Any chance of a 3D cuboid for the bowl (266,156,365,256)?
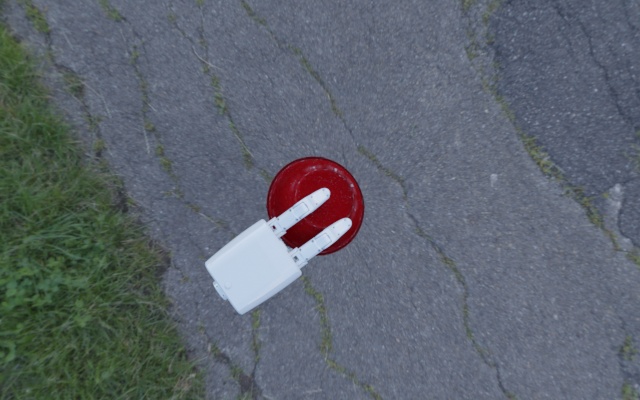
[{"bbox_3d":[0.001,0.001,0.739,0.162,0.162,0.055,0,-12,-15],"label":"bowl"}]
